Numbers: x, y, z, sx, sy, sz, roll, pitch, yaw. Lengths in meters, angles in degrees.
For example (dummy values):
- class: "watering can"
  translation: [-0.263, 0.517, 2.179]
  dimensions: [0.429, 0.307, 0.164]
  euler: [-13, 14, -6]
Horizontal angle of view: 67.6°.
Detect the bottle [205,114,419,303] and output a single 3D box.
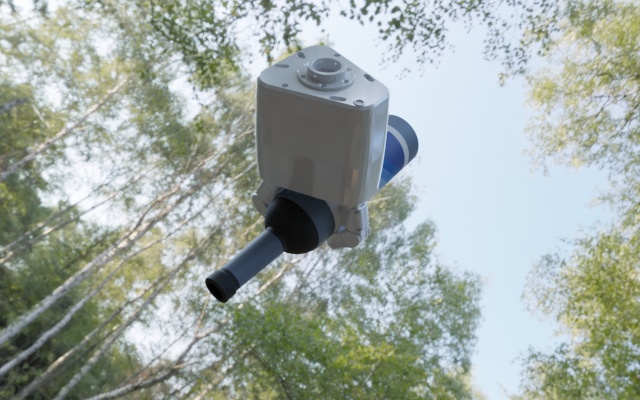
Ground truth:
- class: "bottle"
  translation: [0.000, 0.002, 0.499]
  dimensions: [0.069, 0.069, 0.295]
  euler: [0, 32, 47]
